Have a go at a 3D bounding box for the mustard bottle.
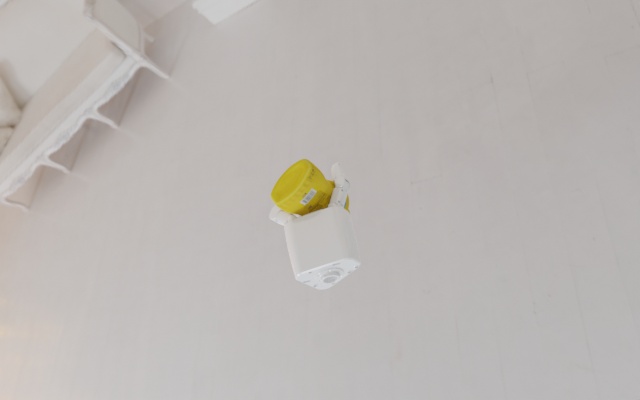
[{"bbox_3d":[0.000,0.003,0.889,0.192,0.096,0.058,34,9,-47],"label":"mustard bottle"}]
